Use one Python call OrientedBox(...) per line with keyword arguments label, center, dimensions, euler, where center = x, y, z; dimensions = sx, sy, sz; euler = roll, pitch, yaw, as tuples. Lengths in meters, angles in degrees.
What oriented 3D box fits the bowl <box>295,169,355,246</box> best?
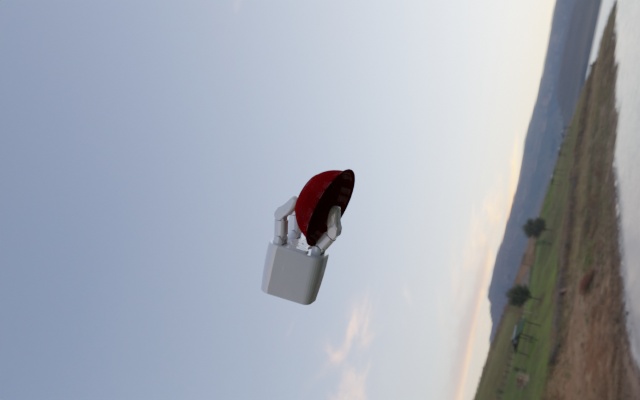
OrientedBox(label="bowl", center=(0.000, 0.002, 0.896), dimensions=(0.055, 0.162, 0.162), euler=(30, 11, 20))
